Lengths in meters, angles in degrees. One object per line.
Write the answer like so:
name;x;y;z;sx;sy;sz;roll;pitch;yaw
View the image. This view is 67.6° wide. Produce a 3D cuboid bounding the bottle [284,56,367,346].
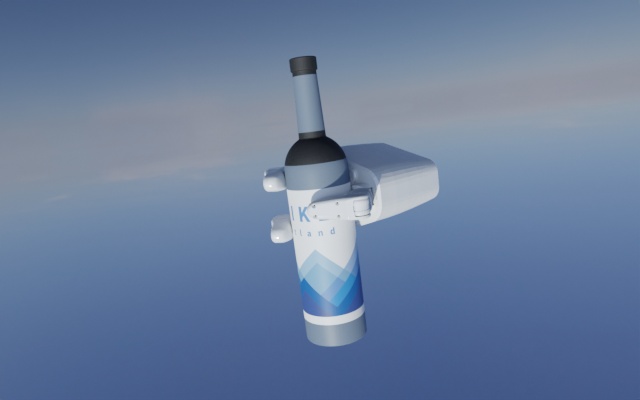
bottle;0.000;0.002;0.501;0.069;0.296;0.069;-7;10;1
